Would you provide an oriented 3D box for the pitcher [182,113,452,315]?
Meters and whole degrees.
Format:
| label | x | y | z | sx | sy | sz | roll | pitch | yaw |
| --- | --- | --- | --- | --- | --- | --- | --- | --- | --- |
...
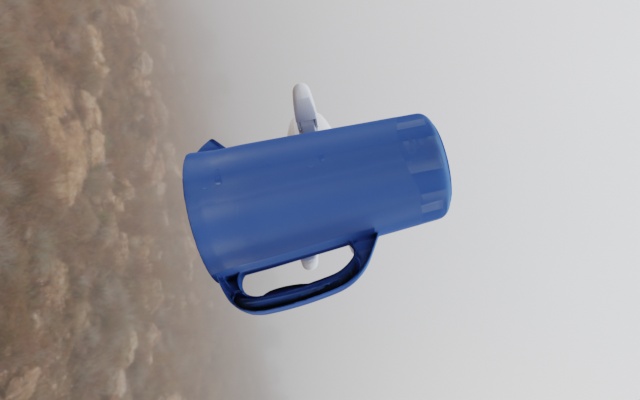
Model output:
| label | x | y | z | sx | sy | sz | roll | pitch | yaw |
| --- | --- | --- | --- | --- | --- | --- | --- | --- | --- |
| pitcher | 0.000 | 0.001 | 0.472 | 0.243 | 0.149 | 0.145 | -13 | 23 | 0 |
